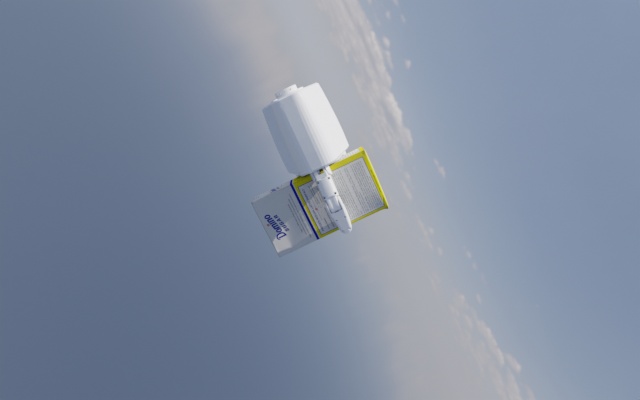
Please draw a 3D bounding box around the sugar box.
[{"bbox_3d":[0.000,0.002,0.689,0.176,0.093,0.048,-24,13,6],"label":"sugar box"}]
